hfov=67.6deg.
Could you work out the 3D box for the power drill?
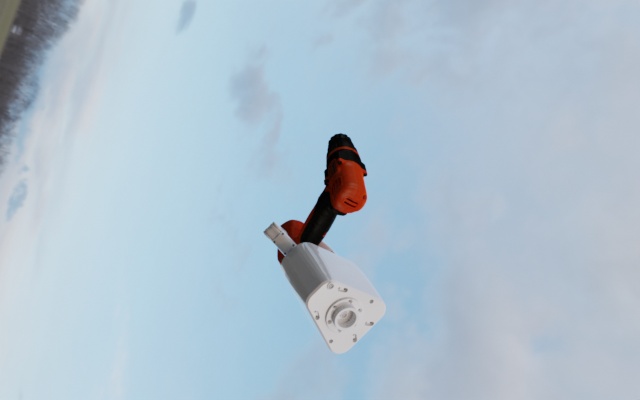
[{"bbox_3d":[0.000,0.003,0.721,0.057,0.188,0.184,24,28,-16],"label":"power drill"}]
